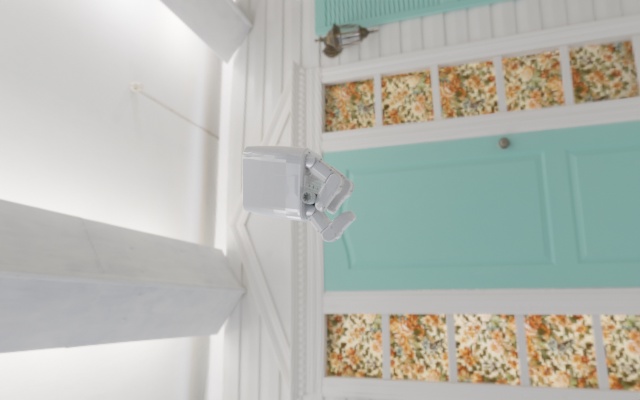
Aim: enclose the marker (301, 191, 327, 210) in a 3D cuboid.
[{"bbox_3d":[0.000,0.002,0.752,0.020,0.020,0.121,0,-7,19],"label":"marker"}]
